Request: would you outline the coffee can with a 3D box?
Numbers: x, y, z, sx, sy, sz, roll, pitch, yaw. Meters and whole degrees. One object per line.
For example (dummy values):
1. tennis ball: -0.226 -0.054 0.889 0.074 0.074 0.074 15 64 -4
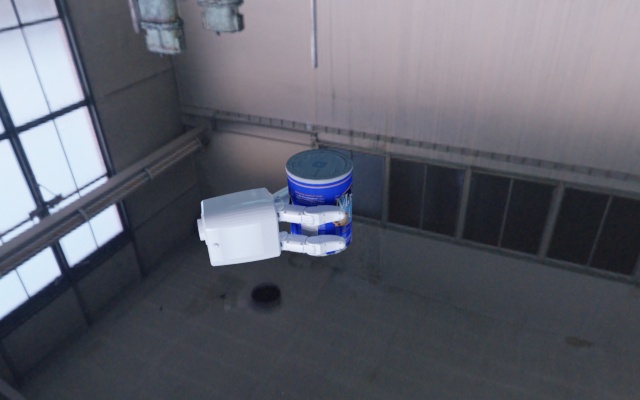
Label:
1. coffee can: 0.000 0.002 0.762 0.103 0.140 0.102 -2 32 1
